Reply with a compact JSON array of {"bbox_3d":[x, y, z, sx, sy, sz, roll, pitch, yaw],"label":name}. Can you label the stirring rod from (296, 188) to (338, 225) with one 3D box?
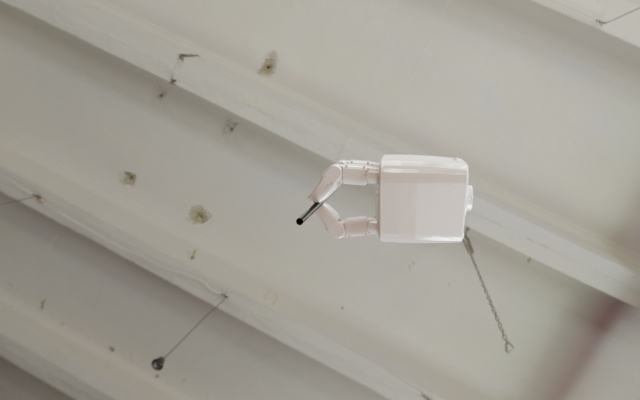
[{"bbox_3d":[0.000,0.002,0.630,0.011,0.011,0.239,0,10,11],"label":"stirring rod"}]
